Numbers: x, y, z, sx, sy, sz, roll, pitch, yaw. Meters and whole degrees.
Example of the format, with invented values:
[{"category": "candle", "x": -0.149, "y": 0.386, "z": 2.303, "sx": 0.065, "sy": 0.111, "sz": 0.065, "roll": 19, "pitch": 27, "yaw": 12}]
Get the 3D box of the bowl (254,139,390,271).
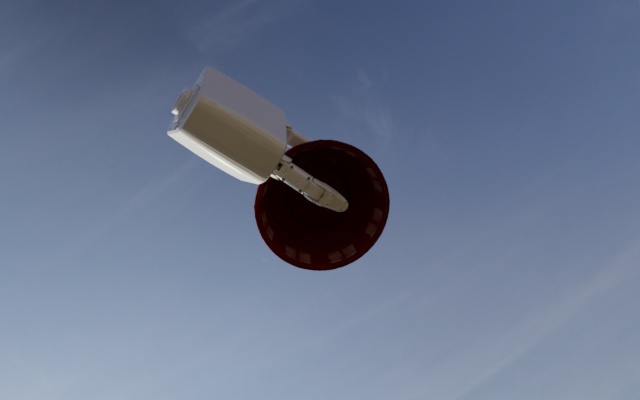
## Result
[{"category": "bowl", "x": 0.001, "y": 0.003, "z": 0.587, "sx": 0.162, "sy": 0.162, "sz": 0.055, "roll": 0, "pitch": 16, "yaw": -8}]
